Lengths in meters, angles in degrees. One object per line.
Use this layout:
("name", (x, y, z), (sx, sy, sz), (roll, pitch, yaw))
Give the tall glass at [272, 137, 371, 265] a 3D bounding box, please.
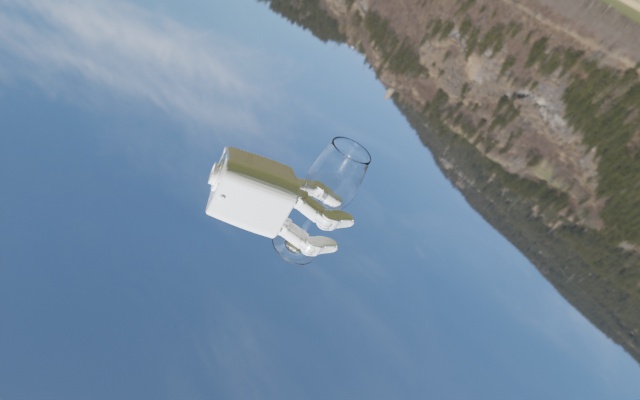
("tall glass", (0.000, 0.003, 0.716), (0.079, 0.201, 0.079), (22, 32, -15))
